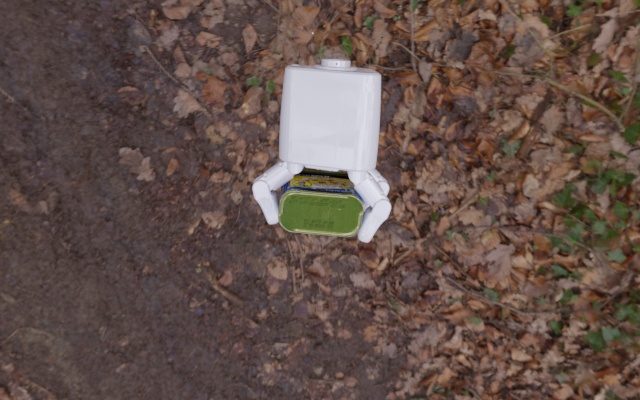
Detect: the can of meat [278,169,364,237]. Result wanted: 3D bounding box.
[{"bbox_3d":[0.000,0.002,0.575,0.102,0.057,0.084,4,19,-2],"label":"can of meat"}]
